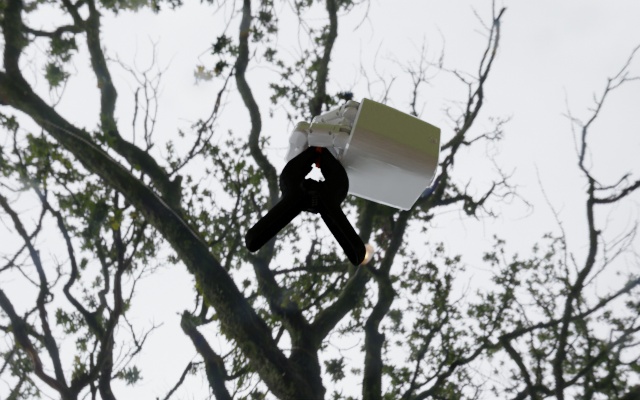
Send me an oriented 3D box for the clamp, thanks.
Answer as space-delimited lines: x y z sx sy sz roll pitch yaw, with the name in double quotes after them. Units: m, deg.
0.000 0.002 0.521 0.120 0.171 0.039 18 -42 1 "clamp"
